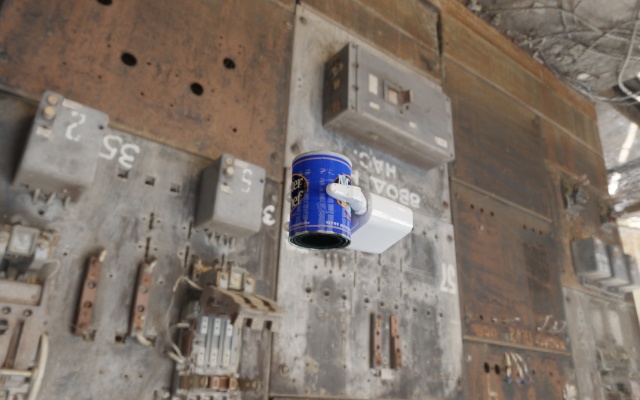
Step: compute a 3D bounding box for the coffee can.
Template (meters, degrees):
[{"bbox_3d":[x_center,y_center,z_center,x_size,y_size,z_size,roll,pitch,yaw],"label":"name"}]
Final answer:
[{"bbox_3d":[0.000,0.002,0.792,0.103,0.140,0.103,2,-22,1],"label":"coffee can"}]
